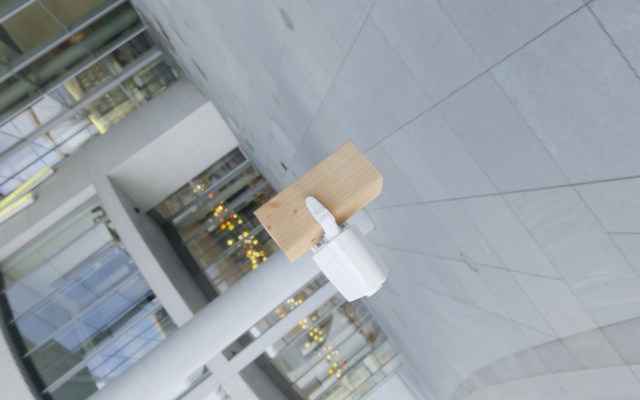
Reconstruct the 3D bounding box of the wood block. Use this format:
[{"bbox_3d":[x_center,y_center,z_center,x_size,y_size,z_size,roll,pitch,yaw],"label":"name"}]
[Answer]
[{"bbox_3d":[0.000,0.003,0.830,0.206,0.090,0.091,-38,-18,-7],"label":"wood block"}]
